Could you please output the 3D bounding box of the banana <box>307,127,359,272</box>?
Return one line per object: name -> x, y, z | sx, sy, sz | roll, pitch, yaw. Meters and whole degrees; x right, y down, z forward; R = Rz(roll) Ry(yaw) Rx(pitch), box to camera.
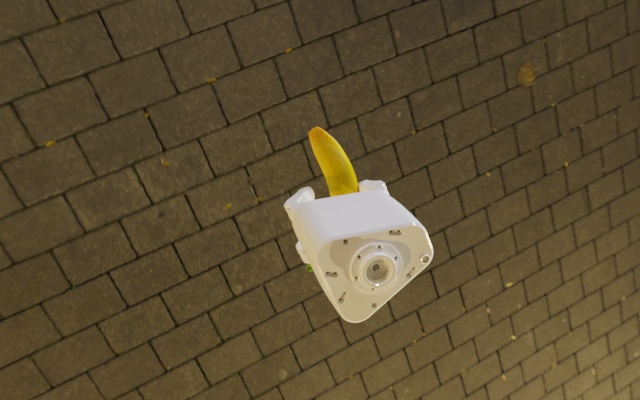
banana -> 0.019, 0.005, 0.611 | 0.069, 0.198, 0.037 | 0, 18, -6
